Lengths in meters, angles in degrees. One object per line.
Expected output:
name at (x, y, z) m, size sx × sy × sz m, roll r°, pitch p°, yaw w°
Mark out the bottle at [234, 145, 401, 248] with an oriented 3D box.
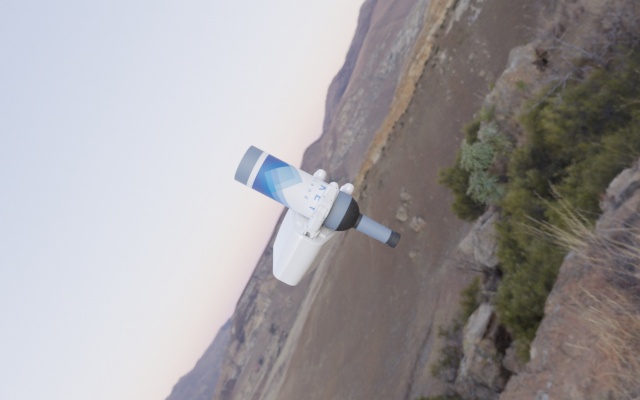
bottle at (0.000, 0.002, 0.812) m, size 0.296 × 0.069 × 0.069 m, roll 27°, pitch -1°, yaw -2°
